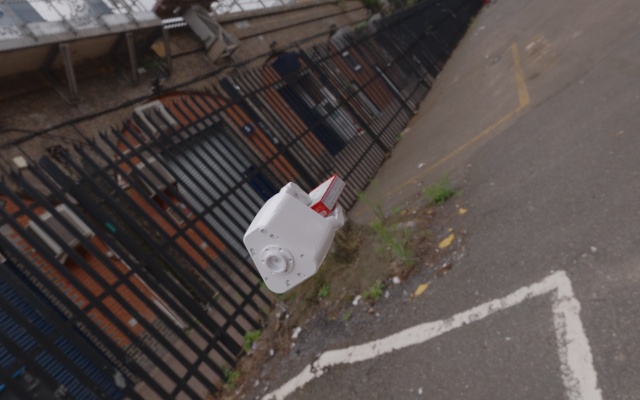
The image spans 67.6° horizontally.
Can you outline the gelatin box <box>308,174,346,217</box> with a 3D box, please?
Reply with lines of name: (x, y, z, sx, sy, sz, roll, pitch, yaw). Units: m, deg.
gelatin box: (0.000, 0.002, 0.834, 0.073, 0.030, 0.089, -35, 17, 39)
